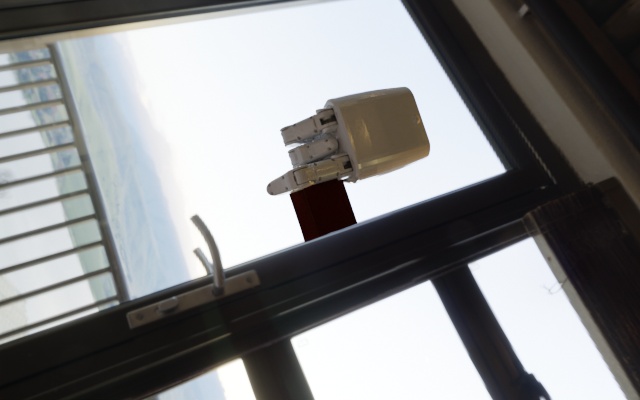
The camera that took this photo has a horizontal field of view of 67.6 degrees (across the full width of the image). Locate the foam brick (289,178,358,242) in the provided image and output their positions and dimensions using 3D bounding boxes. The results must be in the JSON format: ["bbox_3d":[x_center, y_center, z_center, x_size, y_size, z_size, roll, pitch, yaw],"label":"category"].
[{"bbox_3d":[0.000,0.002,0.551,0.051,0.078,0.053,-17,-3,-23],"label":"foam brick"}]
